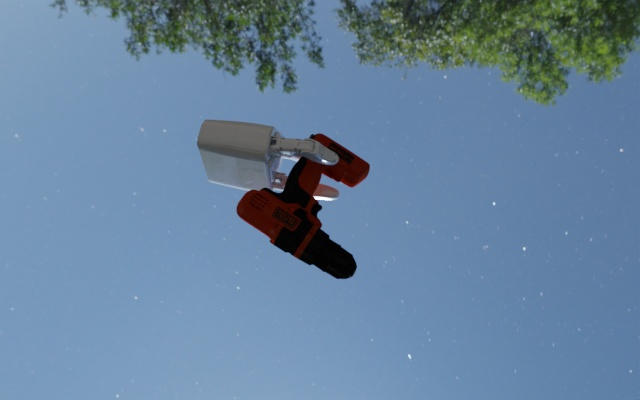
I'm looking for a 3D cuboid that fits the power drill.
[{"bbox_3d":[0.000,0.002,0.688,0.184,0.187,0.057,34,-36,0],"label":"power drill"}]
